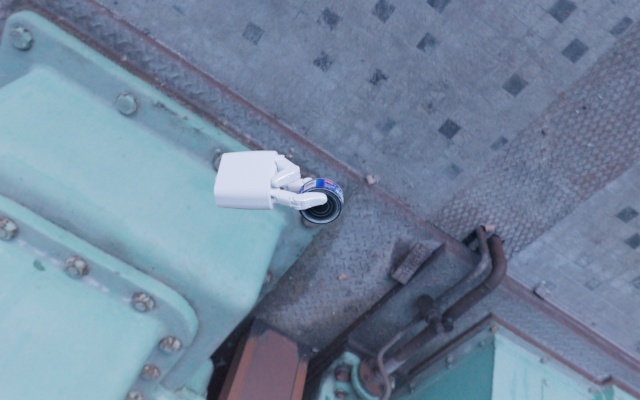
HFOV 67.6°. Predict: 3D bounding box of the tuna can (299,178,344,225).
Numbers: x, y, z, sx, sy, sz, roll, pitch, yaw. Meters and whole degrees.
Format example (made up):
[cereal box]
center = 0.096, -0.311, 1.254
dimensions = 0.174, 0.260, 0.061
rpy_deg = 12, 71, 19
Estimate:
[tuna can]
center = 0.000, 0.003, 0.888
dimensions = 0.086, 0.086, 0.033
rpy_deg = 0, 34, 4
